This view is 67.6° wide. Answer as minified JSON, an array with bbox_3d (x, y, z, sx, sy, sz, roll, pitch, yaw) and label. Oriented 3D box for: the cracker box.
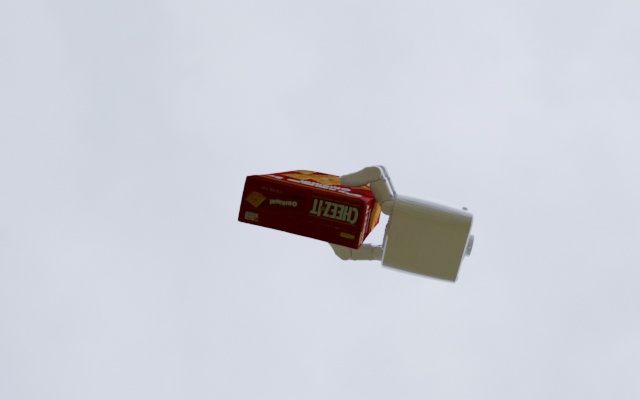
[{"bbox_3d":[0.000,0.002,0.700,0.164,0.072,0.213,12,8,13],"label":"cracker box"}]
